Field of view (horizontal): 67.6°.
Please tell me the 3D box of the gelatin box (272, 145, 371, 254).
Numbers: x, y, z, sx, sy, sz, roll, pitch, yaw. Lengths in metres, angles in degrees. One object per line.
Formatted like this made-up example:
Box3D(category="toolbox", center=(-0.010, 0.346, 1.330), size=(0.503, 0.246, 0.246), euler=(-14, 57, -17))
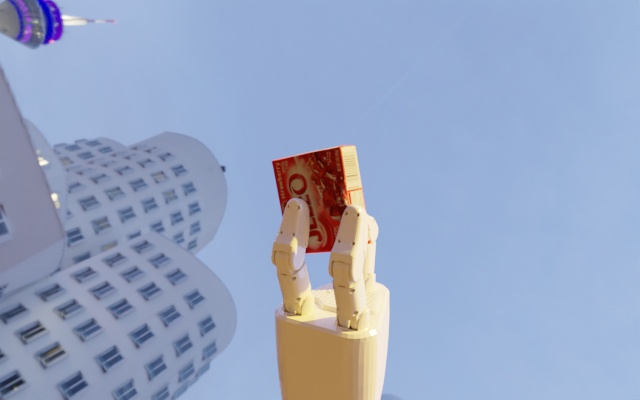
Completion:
Box3D(category="gelatin box", center=(0.000, 0.001, 0.420), size=(0.073, 0.089, 0.030), euler=(-8, 3, 33))
